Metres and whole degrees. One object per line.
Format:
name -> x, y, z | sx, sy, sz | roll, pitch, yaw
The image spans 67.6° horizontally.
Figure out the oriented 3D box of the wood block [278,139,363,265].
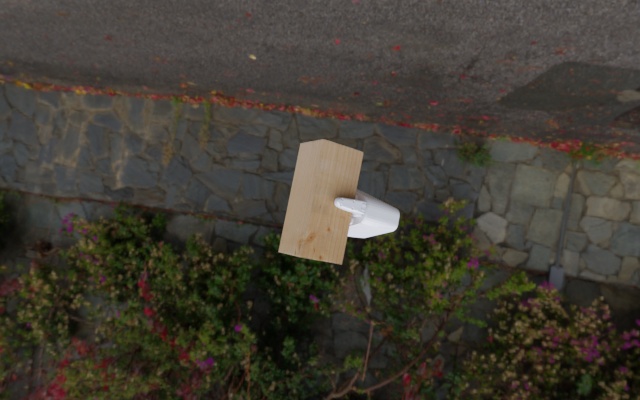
wood block -> 0.001, 0.003, 0.865 | 0.090, 0.206, 0.091 | 14, -6, -30
